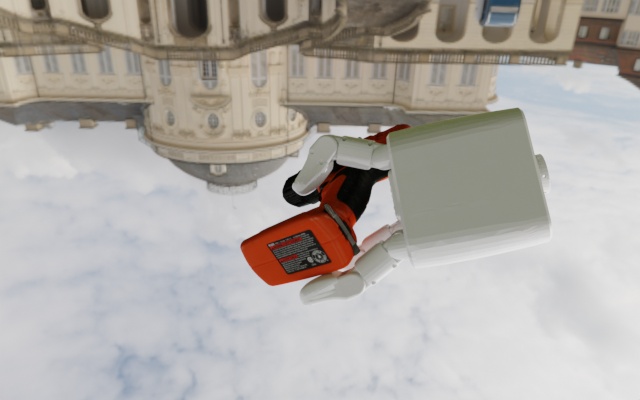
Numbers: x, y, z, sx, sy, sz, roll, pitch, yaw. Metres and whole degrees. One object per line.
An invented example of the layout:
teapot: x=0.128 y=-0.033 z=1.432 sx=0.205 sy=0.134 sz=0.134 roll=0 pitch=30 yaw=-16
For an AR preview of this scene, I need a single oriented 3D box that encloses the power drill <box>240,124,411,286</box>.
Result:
power drill: x=0.000 y=0.002 z=0.477 sx=0.184 sy=0.057 sz=0.187 roll=-23 pitch=20 yaw=37
